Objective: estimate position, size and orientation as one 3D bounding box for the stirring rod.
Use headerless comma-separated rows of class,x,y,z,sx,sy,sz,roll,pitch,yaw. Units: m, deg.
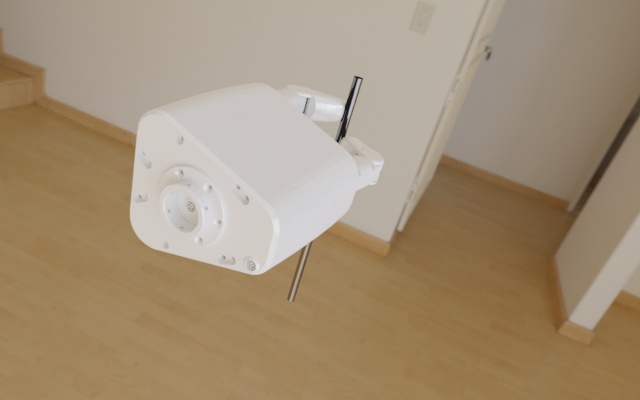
stirring rod,0.000,0.002,0.447,0.011,0.240,0.011,13,27,-7
